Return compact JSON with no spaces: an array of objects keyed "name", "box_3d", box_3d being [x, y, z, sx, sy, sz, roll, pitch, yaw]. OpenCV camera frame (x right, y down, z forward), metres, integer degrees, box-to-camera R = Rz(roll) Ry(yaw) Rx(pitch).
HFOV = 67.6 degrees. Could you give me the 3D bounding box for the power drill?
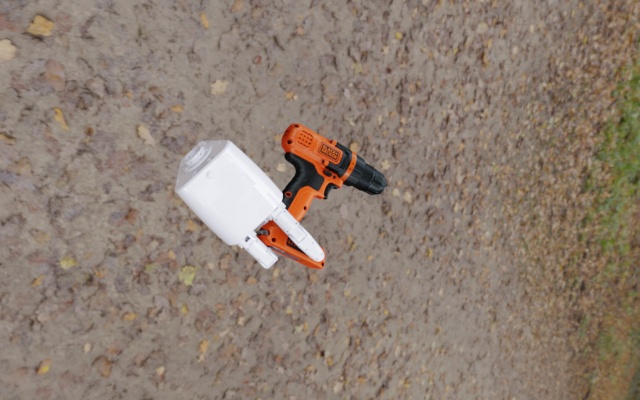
[{"name":"power drill","box_3d":[0.000,0.003,0.710,0.184,0.187,0.057,27,-16,-20]}]
